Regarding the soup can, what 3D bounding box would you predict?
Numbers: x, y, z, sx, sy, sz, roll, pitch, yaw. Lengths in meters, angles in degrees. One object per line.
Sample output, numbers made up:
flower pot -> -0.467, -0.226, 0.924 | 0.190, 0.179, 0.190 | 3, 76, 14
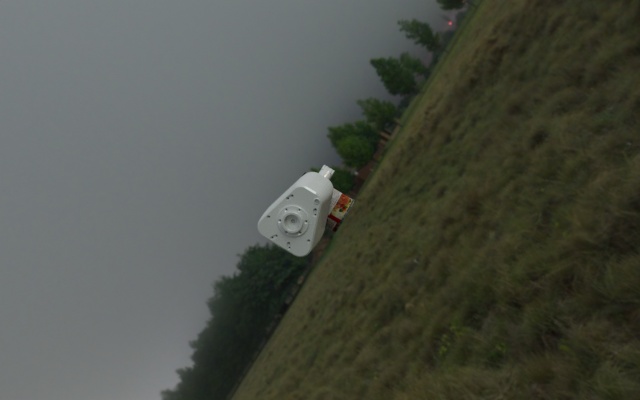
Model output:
soup can -> 0.000, 0.002, 0.852 | 0.102, 0.068, 0.068 | 31, 1, 1
